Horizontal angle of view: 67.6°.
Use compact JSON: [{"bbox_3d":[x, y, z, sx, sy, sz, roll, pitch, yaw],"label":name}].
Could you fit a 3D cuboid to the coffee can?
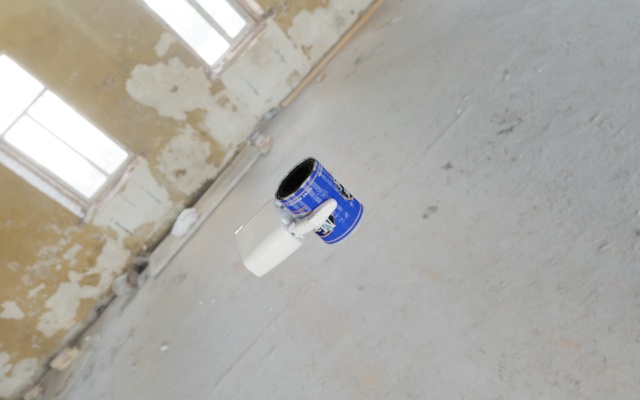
[{"bbox_3d":[0.000,0.003,0.886,0.140,0.102,0.103,43,-21,-24],"label":"coffee can"}]
